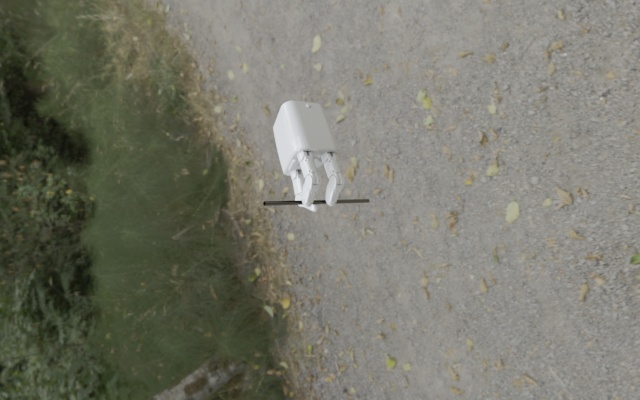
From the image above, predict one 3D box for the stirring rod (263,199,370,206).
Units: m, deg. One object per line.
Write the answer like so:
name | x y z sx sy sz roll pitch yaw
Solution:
stirring rod | 0.000 0.003 0.887 0.239 0.011 0.011 -1 1 -37
